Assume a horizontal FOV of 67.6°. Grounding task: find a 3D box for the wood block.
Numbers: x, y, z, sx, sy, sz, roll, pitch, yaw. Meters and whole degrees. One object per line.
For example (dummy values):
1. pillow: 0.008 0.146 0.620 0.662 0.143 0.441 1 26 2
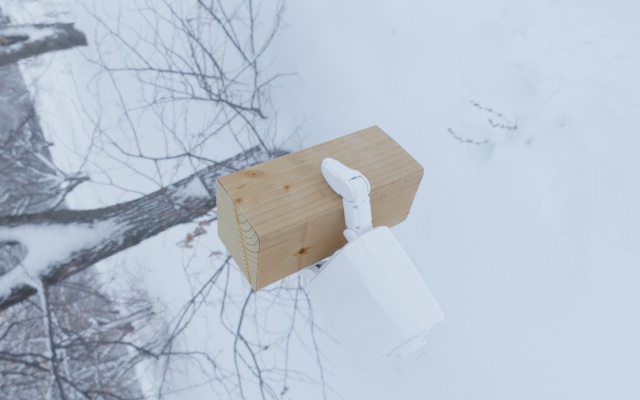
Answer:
1. wood block: 0.000 0.002 0.523 0.206 0.091 0.090 -22 54 -28
